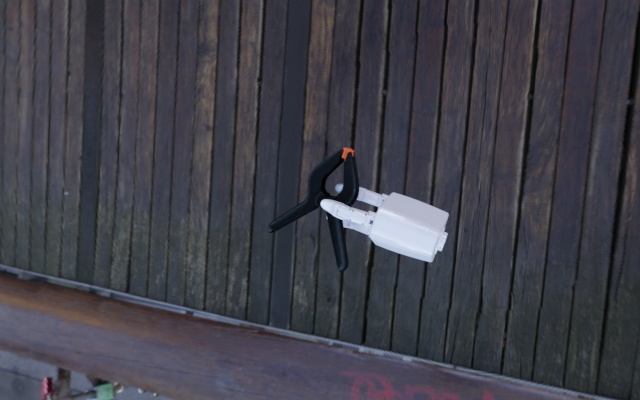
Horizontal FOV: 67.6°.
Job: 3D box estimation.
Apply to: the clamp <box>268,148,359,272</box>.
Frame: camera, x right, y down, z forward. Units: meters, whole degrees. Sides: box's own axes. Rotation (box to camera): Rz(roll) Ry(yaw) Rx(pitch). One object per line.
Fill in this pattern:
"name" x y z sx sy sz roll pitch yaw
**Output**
"clamp" 0.000 0.002 0.844 0.164 0.210 0.036 20 9 17
